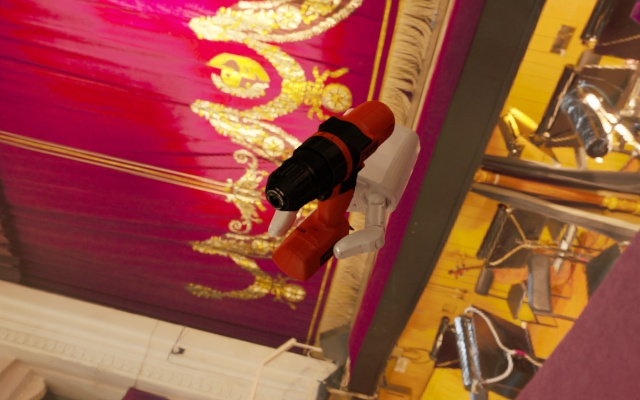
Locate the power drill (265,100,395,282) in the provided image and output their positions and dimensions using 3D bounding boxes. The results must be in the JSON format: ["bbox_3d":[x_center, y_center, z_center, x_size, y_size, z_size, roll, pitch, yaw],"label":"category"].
[{"bbox_3d":[0.000,0.002,0.499,0.057,0.188,0.184,36,47,17],"label":"power drill"}]
